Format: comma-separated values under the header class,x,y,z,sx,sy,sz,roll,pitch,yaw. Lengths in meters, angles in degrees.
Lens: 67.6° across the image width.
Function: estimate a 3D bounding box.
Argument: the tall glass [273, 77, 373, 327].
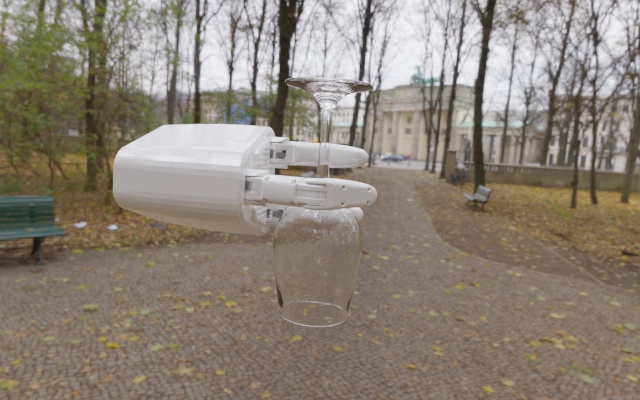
class,x,y,z,sx,sy,sz,roll,pitch,yaw
tall glass,0.000,0.001,0.410,0.079,0.201,0.079,4,6,0
